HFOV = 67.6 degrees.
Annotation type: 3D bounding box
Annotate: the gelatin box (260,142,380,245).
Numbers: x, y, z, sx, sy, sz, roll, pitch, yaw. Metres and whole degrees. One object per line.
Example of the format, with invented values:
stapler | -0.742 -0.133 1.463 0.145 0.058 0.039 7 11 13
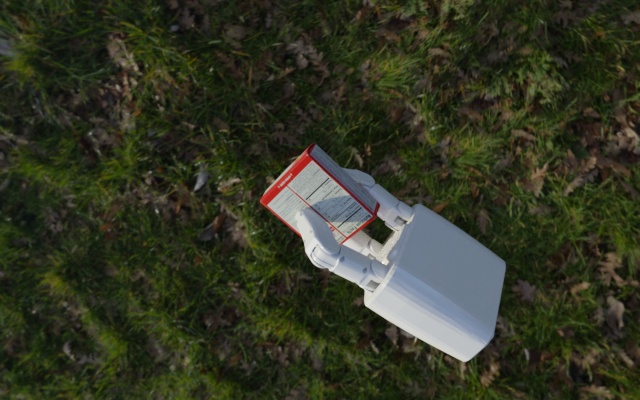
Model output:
gelatin box | 0.000 0.001 0.454 0.073 0.089 0.030 -42 12 30
